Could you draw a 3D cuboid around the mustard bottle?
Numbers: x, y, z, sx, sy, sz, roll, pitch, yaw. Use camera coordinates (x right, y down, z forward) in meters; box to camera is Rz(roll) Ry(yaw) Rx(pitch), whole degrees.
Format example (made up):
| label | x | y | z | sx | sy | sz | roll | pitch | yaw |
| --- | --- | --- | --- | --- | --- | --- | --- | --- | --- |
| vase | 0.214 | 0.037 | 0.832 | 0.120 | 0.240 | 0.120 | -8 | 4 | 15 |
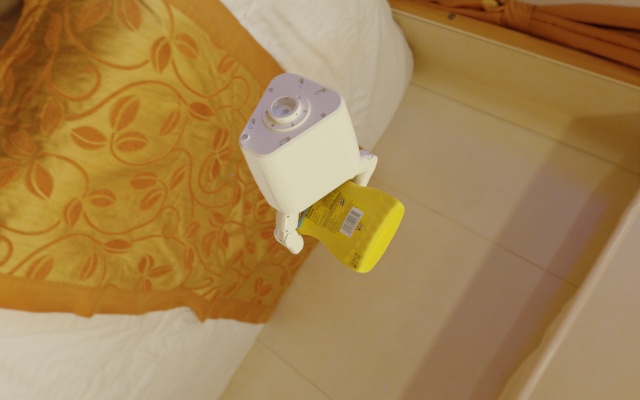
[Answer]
| label | x | y | z | sx | sy | sz | roll | pitch | yaw |
| --- | --- | --- | --- | --- | --- | --- | --- | --- | --- |
| mustard bottle | 0.000 | 0.002 | 0.591 | 0.191 | 0.096 | 0.058 | 31 | 4 | 28 |
